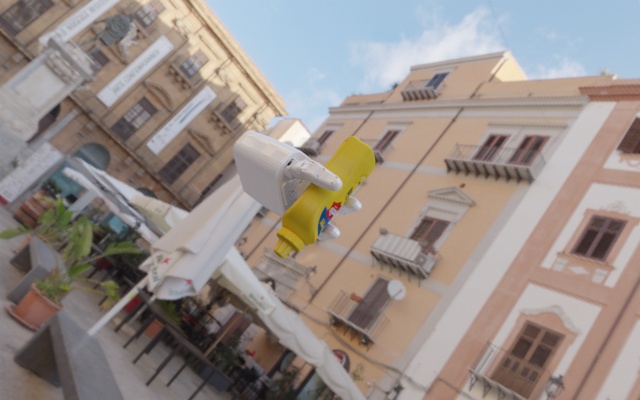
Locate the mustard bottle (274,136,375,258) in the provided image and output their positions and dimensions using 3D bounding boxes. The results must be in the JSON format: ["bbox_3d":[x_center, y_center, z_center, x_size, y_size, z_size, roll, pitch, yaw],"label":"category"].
[{"bbox_3d":[0.001,0.002,0.673,0.058,0.191,0.096,37,-17,10],"label":"mustard bottle"}]
